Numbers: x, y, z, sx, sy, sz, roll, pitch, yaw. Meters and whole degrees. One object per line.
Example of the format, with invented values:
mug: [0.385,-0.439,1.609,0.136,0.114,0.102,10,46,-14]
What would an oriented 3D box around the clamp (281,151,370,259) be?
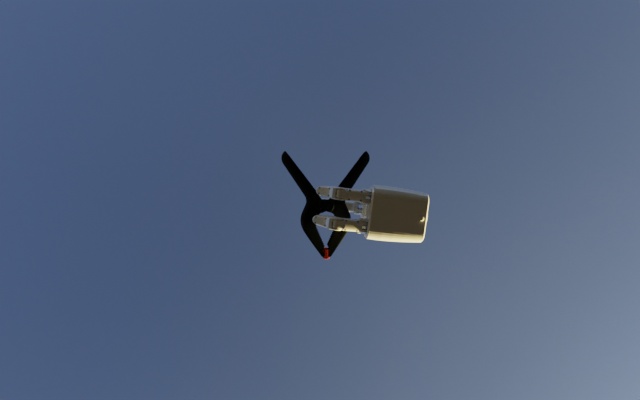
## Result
clamp: [0.000,0.003,0.900,0.164,0.210,0.036,7,4,-4]
